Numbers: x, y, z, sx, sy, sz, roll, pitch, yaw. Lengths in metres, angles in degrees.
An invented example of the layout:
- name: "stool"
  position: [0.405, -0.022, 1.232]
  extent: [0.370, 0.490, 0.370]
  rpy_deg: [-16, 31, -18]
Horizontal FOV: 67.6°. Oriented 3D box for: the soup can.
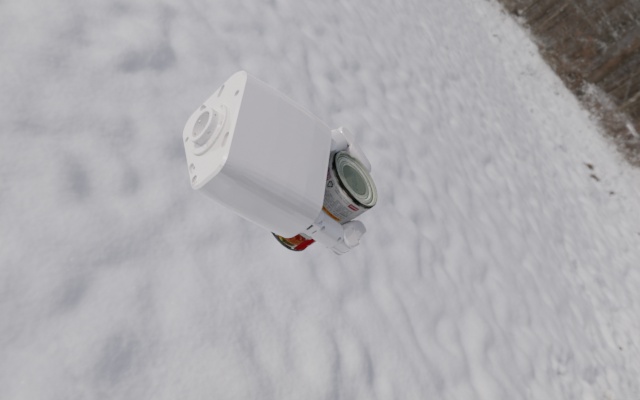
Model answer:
- name: "soup can"
  position: [0.001, 0.002, 0.503]
  extent: [0.102, 0.068, 0.068]
  rpy_deg: [-34, -18, 30]
